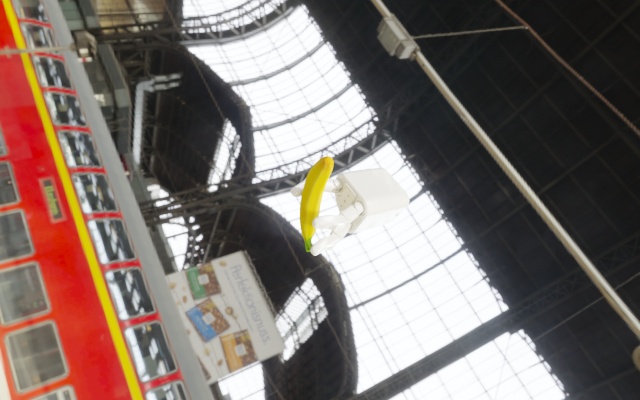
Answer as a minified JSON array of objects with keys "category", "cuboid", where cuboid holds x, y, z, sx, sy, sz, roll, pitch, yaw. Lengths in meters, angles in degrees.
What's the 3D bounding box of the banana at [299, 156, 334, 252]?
[{"category":"banana","cuboid":[-0.008,-0.005,0.853,0.037,0.198,0.069,-8,37,-26]}]
